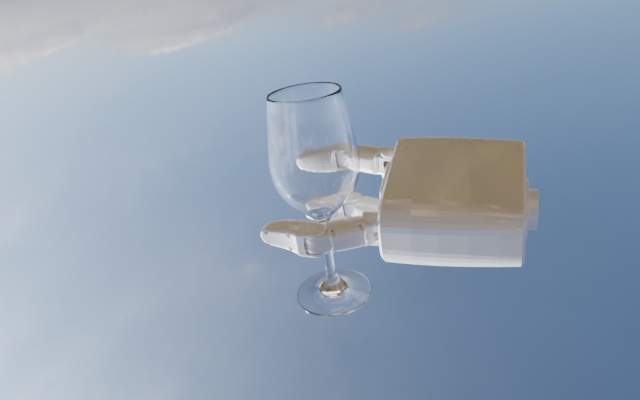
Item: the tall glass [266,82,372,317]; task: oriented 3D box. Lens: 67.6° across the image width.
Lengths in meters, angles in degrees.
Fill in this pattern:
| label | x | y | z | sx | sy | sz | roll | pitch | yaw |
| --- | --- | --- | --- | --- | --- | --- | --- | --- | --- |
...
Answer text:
| label | x | y | z | sx | sy | sz | roll | pitch | yaw |
| --- | --- | --- | --- | --- | --- | --- | --- | --- | --- |
| tall glass | 0.000 | 0.002 | 0.426 | 0.079 | 0.201 | 0.079 | -7 | 26 | 4 |
